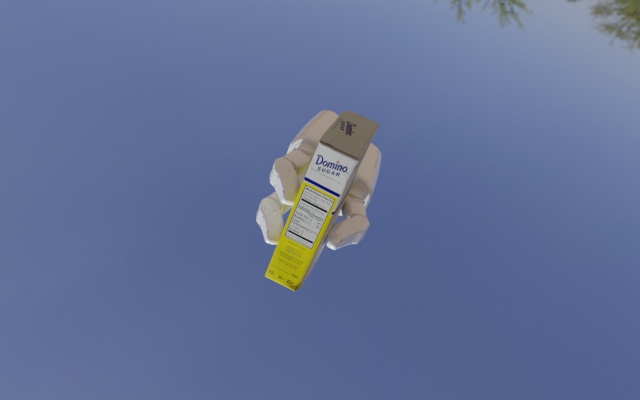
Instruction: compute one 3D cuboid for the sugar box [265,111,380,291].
[{"bbox_3d":[0.000,0.001,0.493,0.048,0.176,0.093,24,33,5],"label":"sugar box"}]
